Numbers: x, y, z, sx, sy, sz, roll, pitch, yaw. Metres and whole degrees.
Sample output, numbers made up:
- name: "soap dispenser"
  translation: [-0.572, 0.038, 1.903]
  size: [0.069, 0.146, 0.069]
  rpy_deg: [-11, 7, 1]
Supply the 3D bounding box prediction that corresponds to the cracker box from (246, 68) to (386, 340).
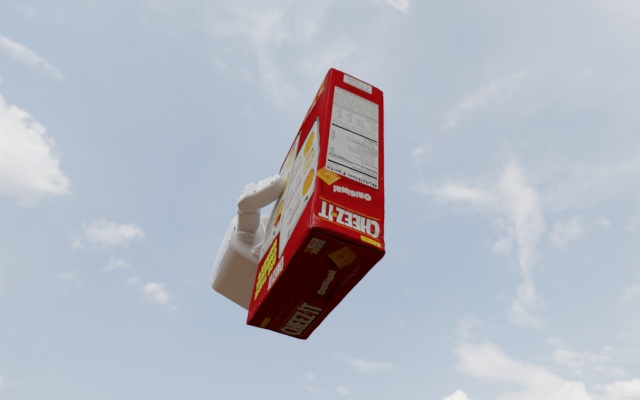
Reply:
- name: "cracker box"
  translation: [0.000, 0.001, 0.469]
  size: [0.072, 0.213, 0.164]
  rpy_deg: [19, -44, -13]
